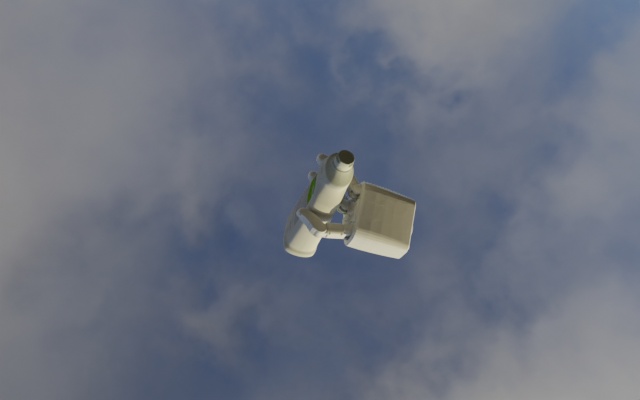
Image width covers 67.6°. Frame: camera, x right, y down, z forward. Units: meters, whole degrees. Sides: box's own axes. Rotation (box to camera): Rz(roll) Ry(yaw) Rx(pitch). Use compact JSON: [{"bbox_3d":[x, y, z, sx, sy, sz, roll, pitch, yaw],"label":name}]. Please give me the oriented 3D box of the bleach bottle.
[{"bbox_3d":[0.000,0.003,0.850,0.068,0.102,0.251,15,-35,-13],"label":"bleach bottle"}]
